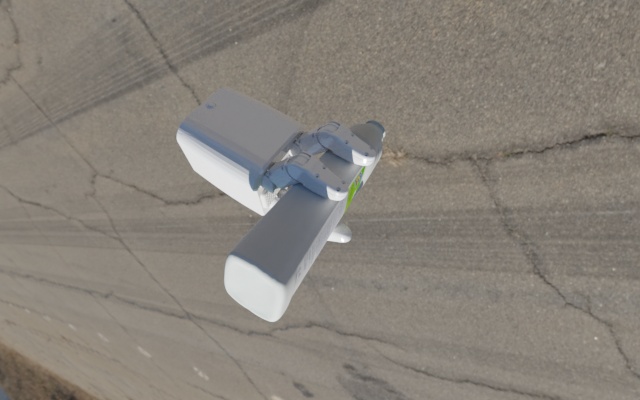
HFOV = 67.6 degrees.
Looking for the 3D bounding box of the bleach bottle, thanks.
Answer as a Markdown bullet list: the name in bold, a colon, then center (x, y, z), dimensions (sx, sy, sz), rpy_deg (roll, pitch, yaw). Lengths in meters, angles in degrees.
- **bleach bottle**: center (0.000, 0.002, 0.509), dimensions (0.068, 0.250, 0.103), rpy_deg (32, -35, 9)
